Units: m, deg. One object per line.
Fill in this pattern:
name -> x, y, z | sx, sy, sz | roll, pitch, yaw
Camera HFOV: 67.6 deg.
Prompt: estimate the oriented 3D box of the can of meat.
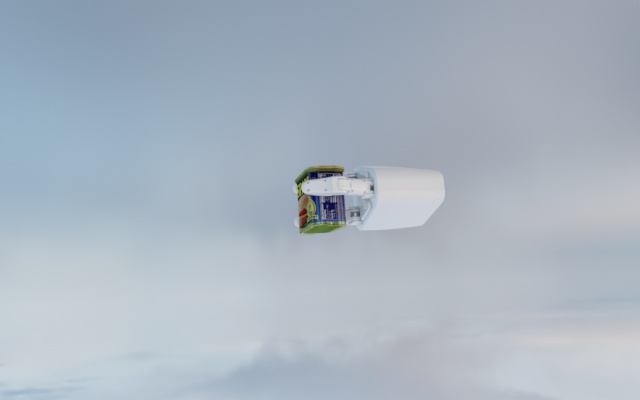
can of meat -> 0.000, 0.003, 0.695 | 0.057, 0.084, 0.102 | -1, -11, -17
